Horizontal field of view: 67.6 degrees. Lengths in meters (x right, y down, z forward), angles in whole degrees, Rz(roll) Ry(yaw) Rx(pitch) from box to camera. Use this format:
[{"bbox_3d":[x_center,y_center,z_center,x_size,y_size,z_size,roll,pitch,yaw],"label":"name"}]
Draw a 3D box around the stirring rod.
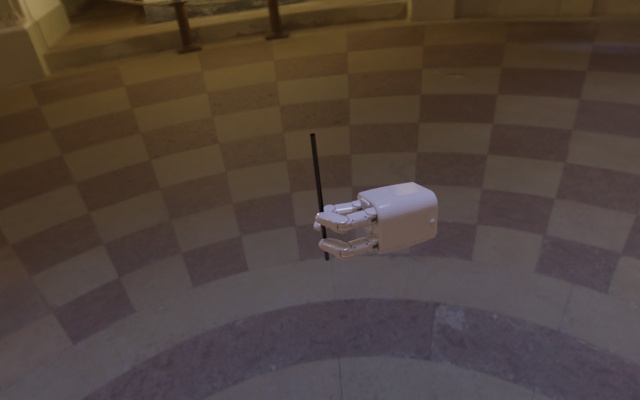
[{"bbox_3d":[0.000,0.003,0.776,0.011,0.240,0.011,-5,33,3],"label":"stirring rod"}]
